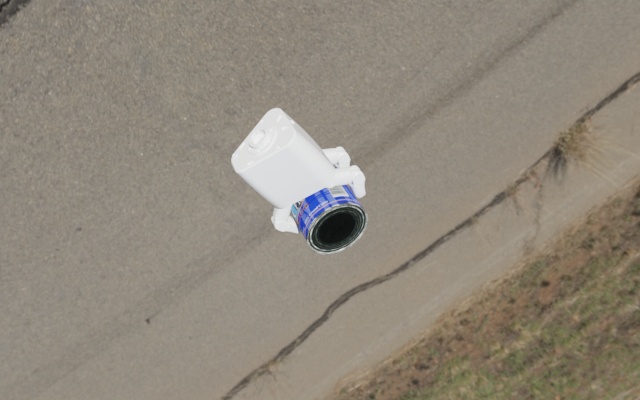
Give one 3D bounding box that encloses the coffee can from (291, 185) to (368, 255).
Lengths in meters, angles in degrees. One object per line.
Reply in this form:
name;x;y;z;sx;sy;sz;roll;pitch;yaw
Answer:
coffee can;0.000;0.003;0.774;0.103;0.103;0.140;0;38;-29
